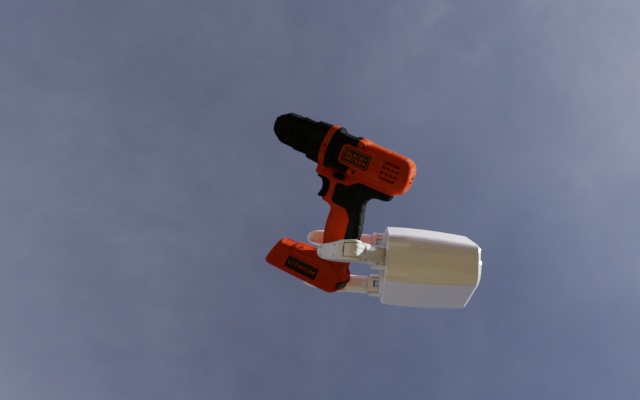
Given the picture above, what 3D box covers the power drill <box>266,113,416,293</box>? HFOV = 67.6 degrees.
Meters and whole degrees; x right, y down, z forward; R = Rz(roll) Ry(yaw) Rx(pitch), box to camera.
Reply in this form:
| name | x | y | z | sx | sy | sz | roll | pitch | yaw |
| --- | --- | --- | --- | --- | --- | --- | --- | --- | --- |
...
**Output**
| name | x | y | z | sx | sy | sz | roll | pitch | yaw |
| --- | --- | --- | --- | --- | --- | --- | --- | --- | --- |
| power drill | 0.000 | 0.002 | 0.584 | 0.184 | 0.188 | 0.057 | 25 | 12 | 17 |
